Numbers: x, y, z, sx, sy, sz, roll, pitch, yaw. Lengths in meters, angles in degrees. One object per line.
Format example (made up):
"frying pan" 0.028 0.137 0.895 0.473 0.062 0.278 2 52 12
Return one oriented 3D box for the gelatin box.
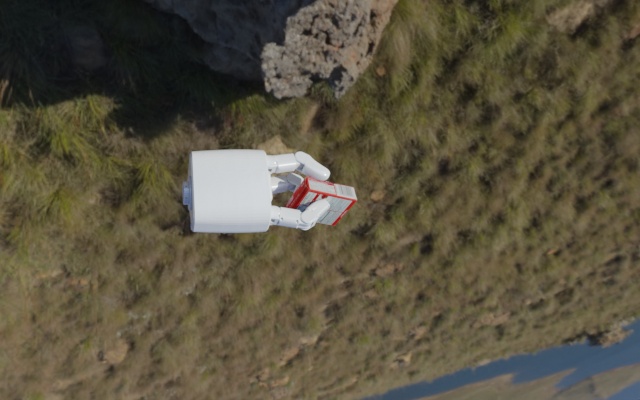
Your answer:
"gelatin box" 0.000 0.003 0.743 0.089 0.030 0.073 12 -42 -27
